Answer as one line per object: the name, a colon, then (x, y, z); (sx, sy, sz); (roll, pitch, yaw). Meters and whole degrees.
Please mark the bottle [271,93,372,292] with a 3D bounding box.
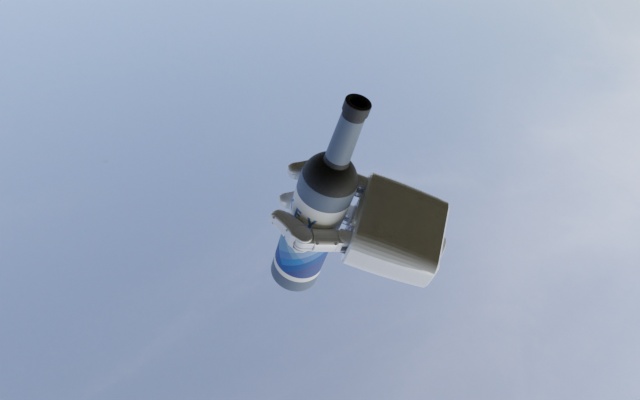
bottle: (0.000, 0.002, 0.565); (0.069, 0.069, 0.296); (0, -41, -20)
